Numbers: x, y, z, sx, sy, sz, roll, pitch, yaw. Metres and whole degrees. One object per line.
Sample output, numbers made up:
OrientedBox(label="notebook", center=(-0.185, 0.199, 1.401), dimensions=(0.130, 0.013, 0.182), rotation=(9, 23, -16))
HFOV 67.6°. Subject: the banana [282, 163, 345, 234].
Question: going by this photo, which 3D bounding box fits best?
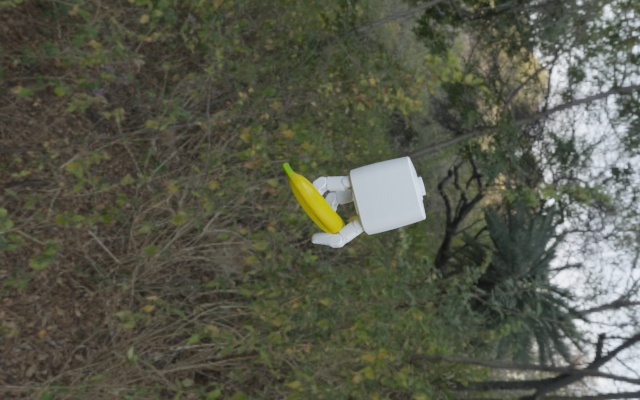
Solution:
OrientedBox(label="banana", center=(0.001, 0.014, 0.819), dimensions=(0.037, 0.069, 0.198), rotation=(-26, -47, 14))
